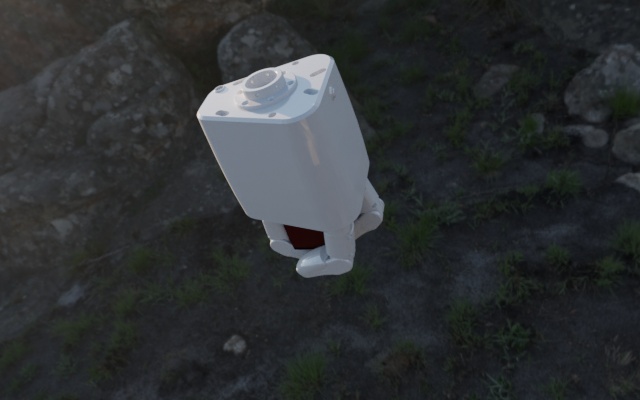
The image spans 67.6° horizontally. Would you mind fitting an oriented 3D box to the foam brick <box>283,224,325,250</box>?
[{"bbox_3d":[0.000,0.001,0.454,0.053,0.051,0.078,-4,43,18],"label":"foam brick"}]
